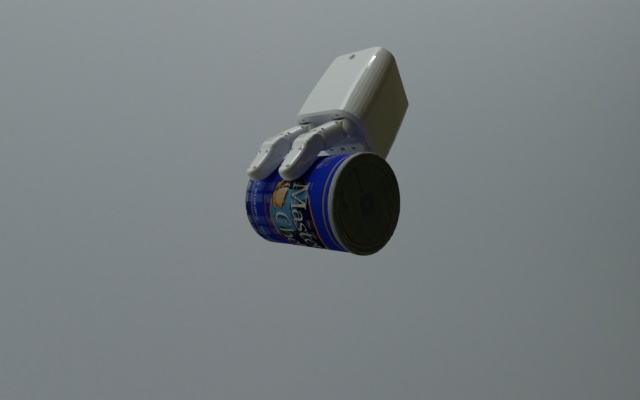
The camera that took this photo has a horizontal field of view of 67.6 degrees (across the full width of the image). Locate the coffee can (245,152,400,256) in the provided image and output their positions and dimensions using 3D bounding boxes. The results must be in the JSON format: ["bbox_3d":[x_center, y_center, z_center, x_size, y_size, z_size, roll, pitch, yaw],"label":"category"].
[{"bbox_3d":[0.000,0.002,0.520,0.103,0.103,0.140,0,2,-44],"label":"coffee can"}]
